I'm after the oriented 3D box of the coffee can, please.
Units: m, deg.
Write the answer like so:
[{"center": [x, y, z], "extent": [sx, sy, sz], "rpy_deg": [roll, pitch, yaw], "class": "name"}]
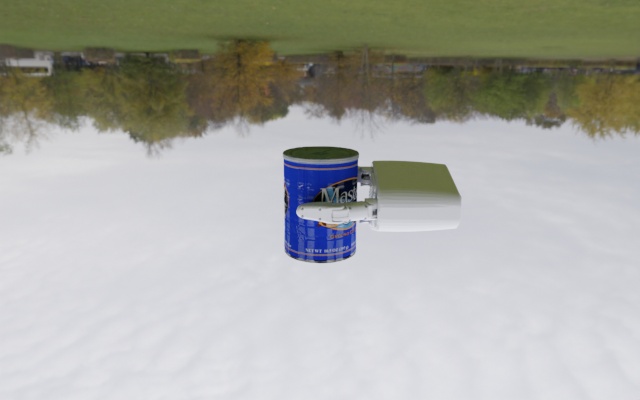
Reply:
[{"center": [0.000, 0.002, 0.658], "extent": [0.103, 0.140, 0.102], "rpy_deg": [0, 16, 0], "class": "coffee can"}]
